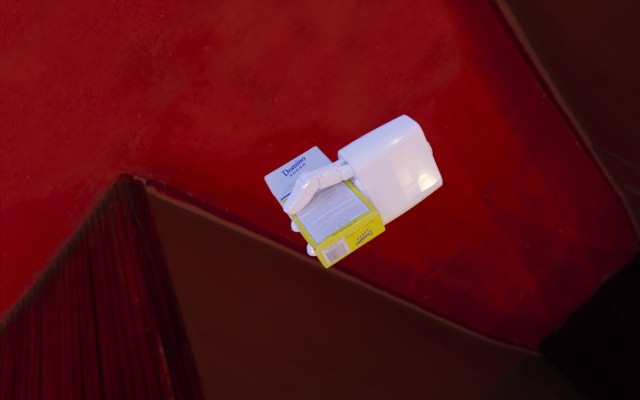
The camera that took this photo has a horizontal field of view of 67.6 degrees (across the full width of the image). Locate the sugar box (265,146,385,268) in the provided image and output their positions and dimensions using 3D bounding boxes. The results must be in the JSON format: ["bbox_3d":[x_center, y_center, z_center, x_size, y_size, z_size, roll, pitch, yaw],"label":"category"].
[{"bbox_3d":[0.000,0.002,0.648,0.093,0.048,0.176,-31,41,-7],"label":"sugar box"}]
